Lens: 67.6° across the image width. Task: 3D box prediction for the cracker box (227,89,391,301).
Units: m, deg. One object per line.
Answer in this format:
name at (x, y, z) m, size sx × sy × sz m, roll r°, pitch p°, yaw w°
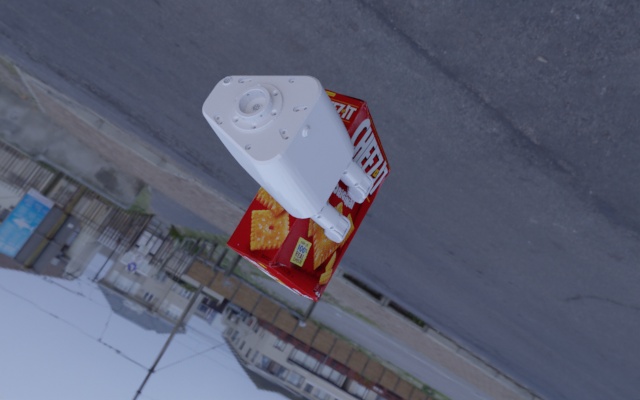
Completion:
cracker box at (0.000, 0.002, 0.583) m, size 0.072 × 0.213 × 0.164 m, roll 23°, pitch -16°, yaw 27°
